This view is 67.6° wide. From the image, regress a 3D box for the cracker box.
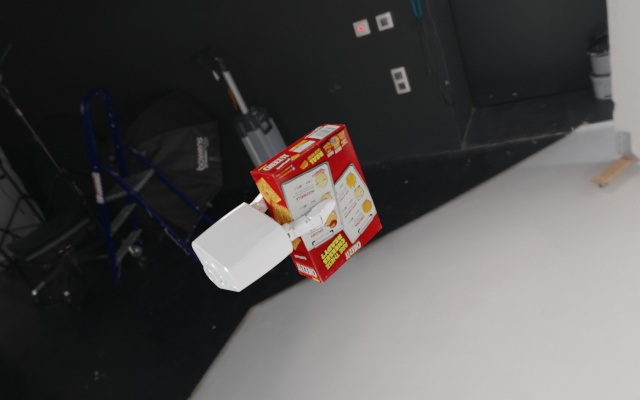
[{"bbox_3d":[0.000,0.003,0.804,0.164,0.214,0.072,-39,31,-29],"label":"cracker box"}]
